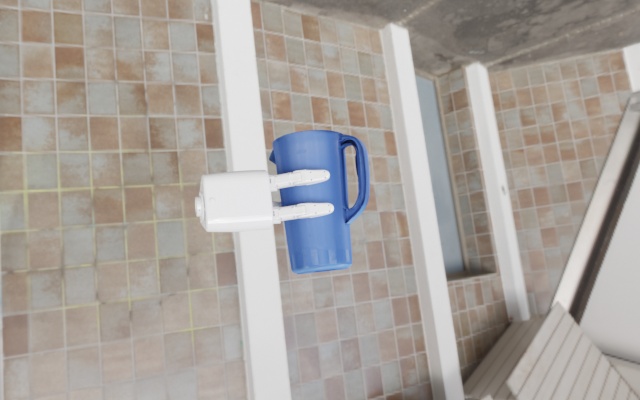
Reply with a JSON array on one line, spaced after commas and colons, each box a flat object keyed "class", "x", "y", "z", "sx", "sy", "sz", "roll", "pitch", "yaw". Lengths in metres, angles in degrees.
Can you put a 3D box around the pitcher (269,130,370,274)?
[{"class": "pitcher", "x": 0.000, "y": 0.003, "z": 0.843, "sx": 0.145, "sy": 0.243, "sz": 0.149, "roll": -3, "pitch": -9, "yaw": -21}]
